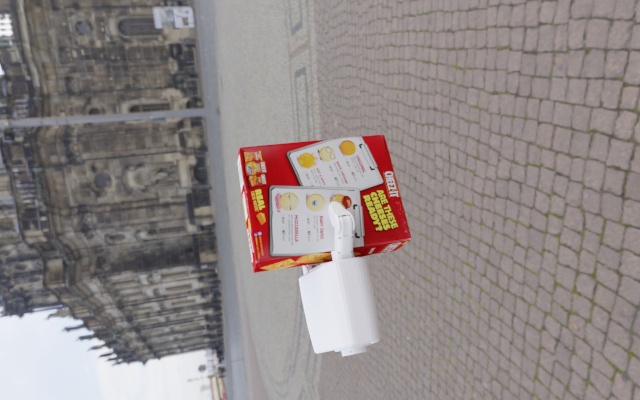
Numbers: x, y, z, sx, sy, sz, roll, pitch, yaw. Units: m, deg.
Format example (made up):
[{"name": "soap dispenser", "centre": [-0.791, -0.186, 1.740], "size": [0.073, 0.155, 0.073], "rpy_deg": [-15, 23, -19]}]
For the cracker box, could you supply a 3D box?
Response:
[{"name": "cracker box", "centre": [0.000, 0.002, 0.672], "size": [0.213, 0.164, 0.072], "rpy_deg": [-7, -18, -14]}]
